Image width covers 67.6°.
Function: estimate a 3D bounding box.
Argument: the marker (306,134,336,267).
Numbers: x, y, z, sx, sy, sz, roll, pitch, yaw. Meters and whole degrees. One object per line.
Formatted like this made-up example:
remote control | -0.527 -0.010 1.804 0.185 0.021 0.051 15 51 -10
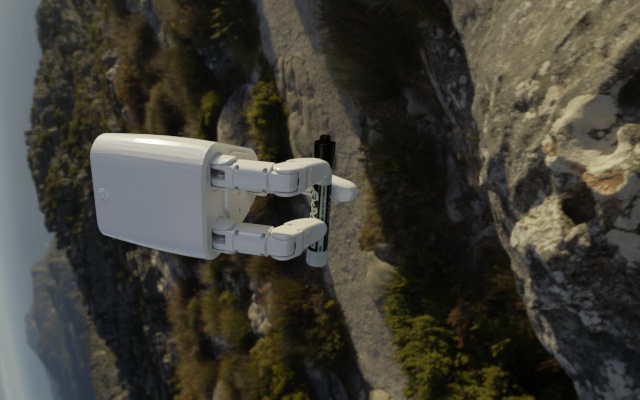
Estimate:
marker | 0.000 0.001 0.426 0.020 0.121 0.020 3 20 -1
